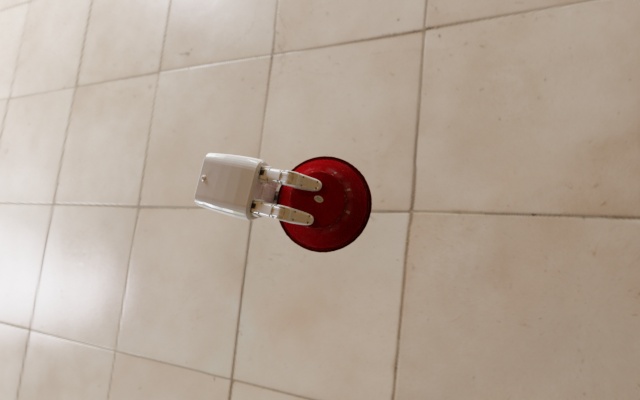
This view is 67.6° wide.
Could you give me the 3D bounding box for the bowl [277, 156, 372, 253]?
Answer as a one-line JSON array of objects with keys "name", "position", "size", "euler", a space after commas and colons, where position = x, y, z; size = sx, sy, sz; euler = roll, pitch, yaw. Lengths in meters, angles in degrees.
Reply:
[{"name": "bowl", "position": [0.001, 0.002, 0.768], "size": [0.162, 0.162, 0.055], "euler": [0, -7, 11]}]
